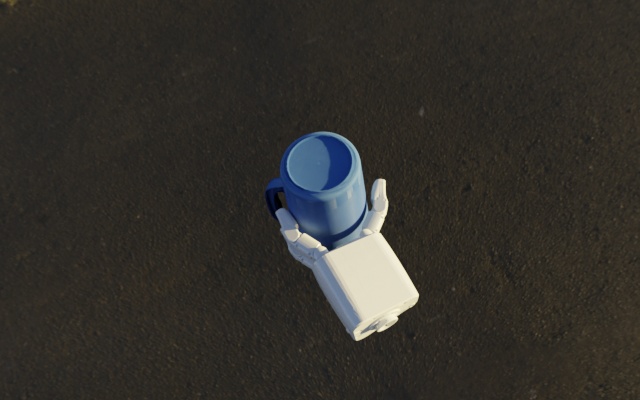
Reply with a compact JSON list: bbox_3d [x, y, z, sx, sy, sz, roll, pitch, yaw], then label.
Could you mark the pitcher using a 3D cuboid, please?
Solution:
[{"bbox_3d":[0.000,0.003,0.731,0.149,0.145,0.243,-27,-27,-7],"label":"pitcher"}]
